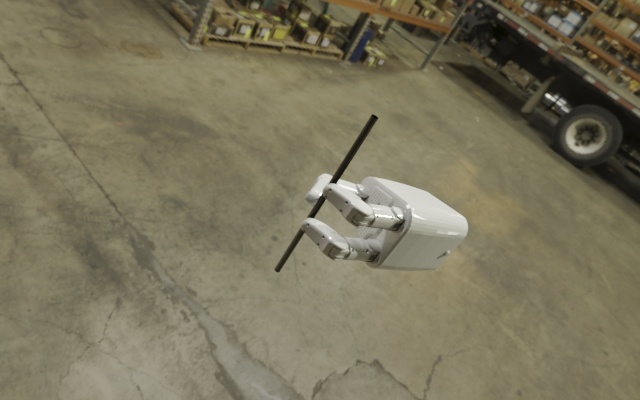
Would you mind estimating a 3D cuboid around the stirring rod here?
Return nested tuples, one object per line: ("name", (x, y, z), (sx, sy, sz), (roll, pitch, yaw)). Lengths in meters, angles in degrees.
("stirring rod", (0.000, 0.002, 0.547), (0.011, 0.240, 0.011), (23, 32, -15))
